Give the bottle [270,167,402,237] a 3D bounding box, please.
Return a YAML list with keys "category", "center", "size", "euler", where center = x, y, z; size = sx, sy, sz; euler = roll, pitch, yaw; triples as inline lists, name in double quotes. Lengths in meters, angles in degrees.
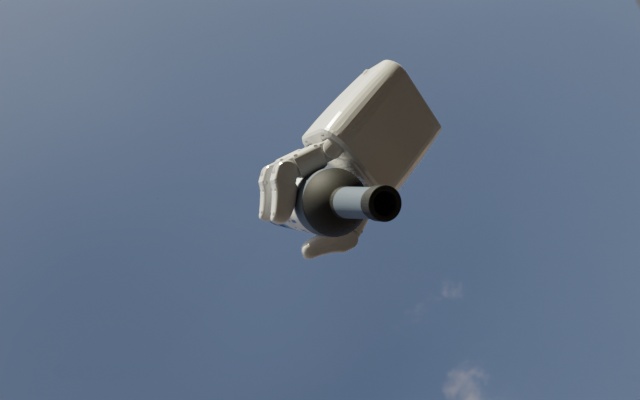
- category: "bottle"
  center: [0.000, 0.002, 0.488]
  size: [0.069, 0.069, 0.295]
  euler: [0, 0, -19]
